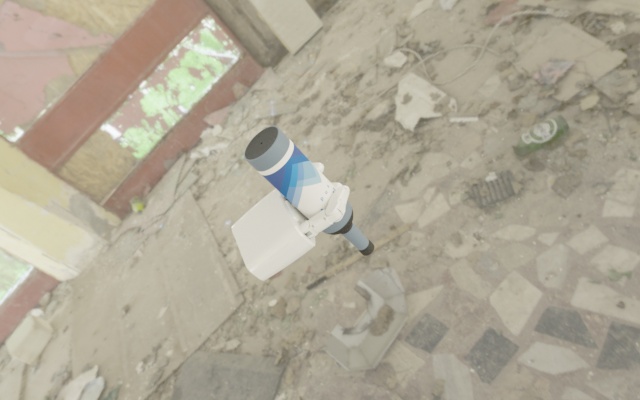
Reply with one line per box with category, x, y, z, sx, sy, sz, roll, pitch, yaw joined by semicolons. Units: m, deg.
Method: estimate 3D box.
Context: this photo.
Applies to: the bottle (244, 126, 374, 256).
bottle;0.000;0.002;0.769;0.069;0.069;0.296;0;-35;45
